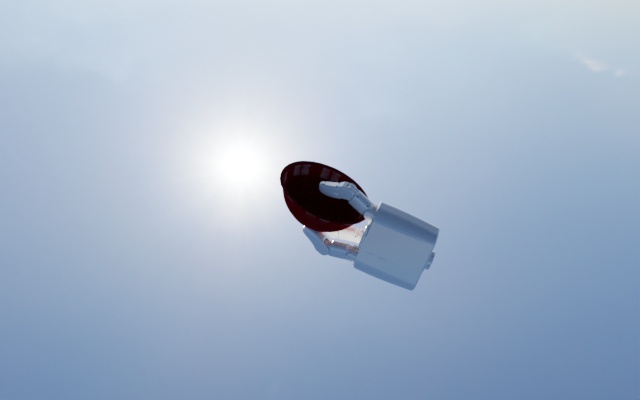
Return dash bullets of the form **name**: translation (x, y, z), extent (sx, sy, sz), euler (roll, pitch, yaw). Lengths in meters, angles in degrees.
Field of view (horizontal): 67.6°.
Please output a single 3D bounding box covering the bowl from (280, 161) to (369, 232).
- **bowl**: translation (-0.001, 0.002, 0.803), extent (0.162, 0.055, 0.162), euler (18, 35, -13)
